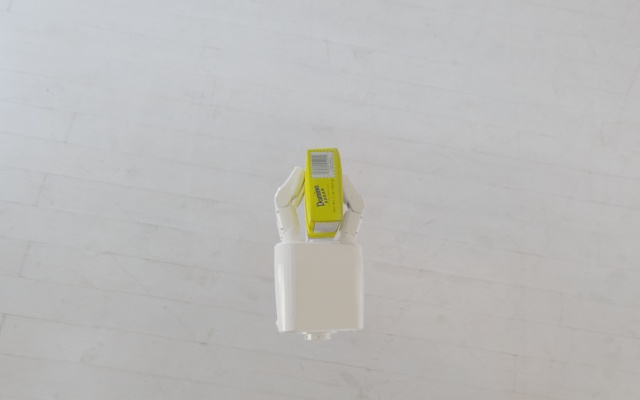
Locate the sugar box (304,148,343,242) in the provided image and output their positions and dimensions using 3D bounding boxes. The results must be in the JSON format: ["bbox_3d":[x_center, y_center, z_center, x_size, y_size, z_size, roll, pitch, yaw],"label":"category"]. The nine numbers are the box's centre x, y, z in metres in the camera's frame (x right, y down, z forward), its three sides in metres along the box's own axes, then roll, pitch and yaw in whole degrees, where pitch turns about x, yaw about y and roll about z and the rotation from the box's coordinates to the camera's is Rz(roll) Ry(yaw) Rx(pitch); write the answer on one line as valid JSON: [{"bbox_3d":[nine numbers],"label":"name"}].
[{"bbox_3d":[0.000,0.002,0.648,0.048,0.093,0.176,-1,-15,-6],"label":"sugar box"}]
